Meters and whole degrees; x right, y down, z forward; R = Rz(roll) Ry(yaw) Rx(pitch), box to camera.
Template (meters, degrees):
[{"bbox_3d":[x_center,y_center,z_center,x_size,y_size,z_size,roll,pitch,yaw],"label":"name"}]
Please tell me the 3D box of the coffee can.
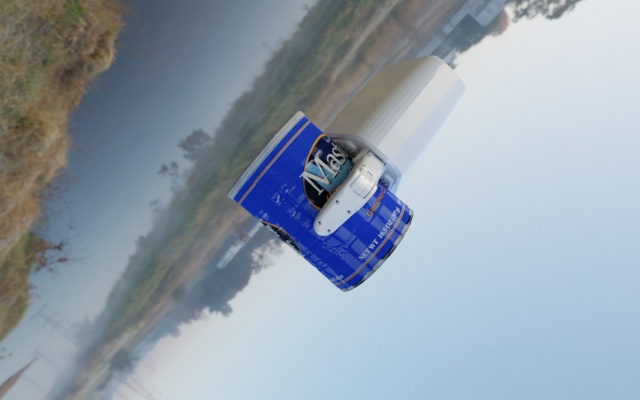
[{"bbox_3d":[0.000,0.002,0.446,0.140,0.103,0.103,41,-5,-5],"label":"coffee can"}]
